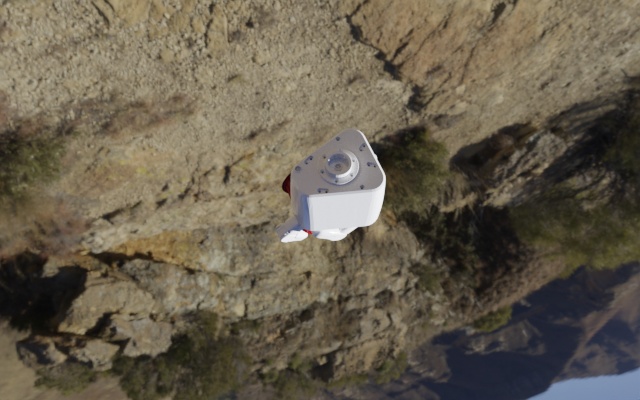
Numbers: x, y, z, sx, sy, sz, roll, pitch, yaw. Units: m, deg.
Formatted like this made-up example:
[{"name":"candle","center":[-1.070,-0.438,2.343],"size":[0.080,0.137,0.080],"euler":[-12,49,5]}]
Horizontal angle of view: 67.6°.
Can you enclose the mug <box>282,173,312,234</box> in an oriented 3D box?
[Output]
[{"name":"mug","center":[0.000,0.003,0.724],"size":[0.093,0.081,0.117],"euler":[-21,-22,-8]}]
